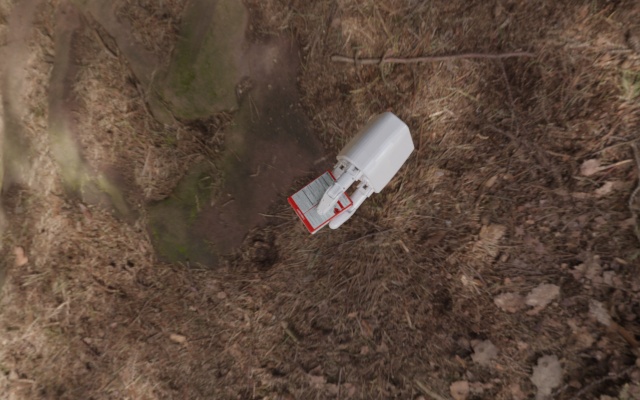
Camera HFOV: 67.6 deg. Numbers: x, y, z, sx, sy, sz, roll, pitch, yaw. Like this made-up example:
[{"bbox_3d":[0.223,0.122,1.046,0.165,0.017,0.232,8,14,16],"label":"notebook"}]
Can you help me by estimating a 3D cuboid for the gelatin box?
[{"bbox_3d":[0.000,0.003,0.814,0.089,0.073,0.030,-35,-8,-4],"label":"gelatin box"}]
